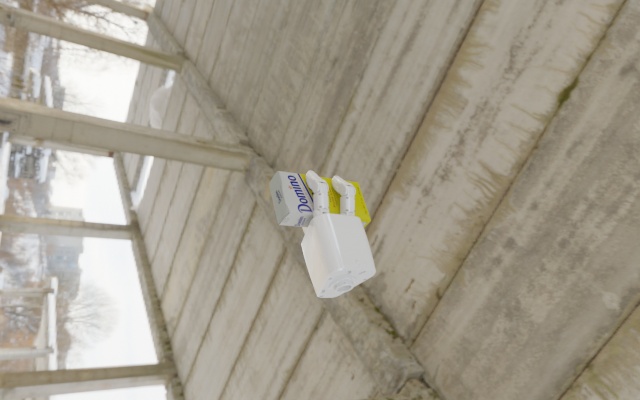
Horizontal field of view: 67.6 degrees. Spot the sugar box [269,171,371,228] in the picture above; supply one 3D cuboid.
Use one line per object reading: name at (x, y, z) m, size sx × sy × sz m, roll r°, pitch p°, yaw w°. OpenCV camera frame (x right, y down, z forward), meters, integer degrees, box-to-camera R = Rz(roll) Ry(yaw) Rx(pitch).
sugar box at (0.001, 0.003, 0.866) m, size 0.176 × 0.093 × 0.048 m, roll 8°, pitch -39°, yaw -34°
